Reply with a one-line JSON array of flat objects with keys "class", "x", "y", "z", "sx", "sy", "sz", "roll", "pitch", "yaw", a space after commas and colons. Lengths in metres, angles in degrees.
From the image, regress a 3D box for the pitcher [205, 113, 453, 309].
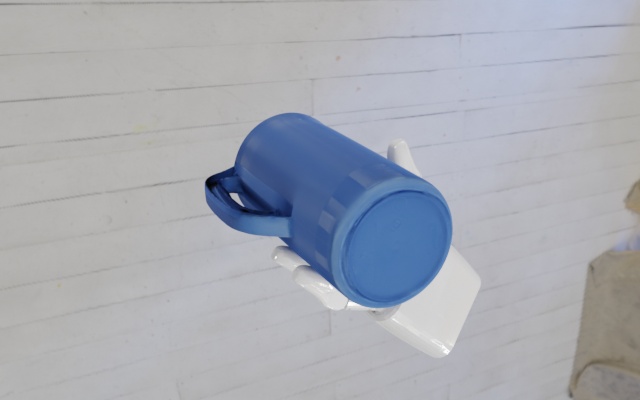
[{"class": "pitcher", "x": 0.000, "y": 0.002, "z": 0.452, "sx": 0.145, "sy": 0.149, "sz": 0.242, "roll": 42, "pitch": -2, "yaw": -30}]
